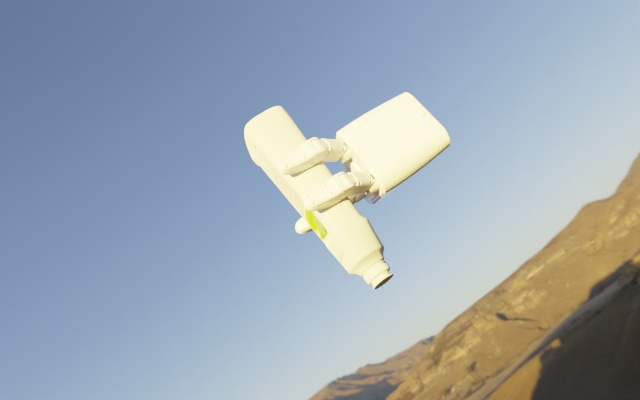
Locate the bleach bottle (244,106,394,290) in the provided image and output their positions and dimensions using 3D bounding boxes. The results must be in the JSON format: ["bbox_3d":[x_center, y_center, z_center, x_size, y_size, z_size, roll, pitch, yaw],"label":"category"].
[{"bbox_3d":[0.000,0.002,0.584,0.068,0.250,0.103,-33,-22,-10],"label":"bleach bottle"}]
